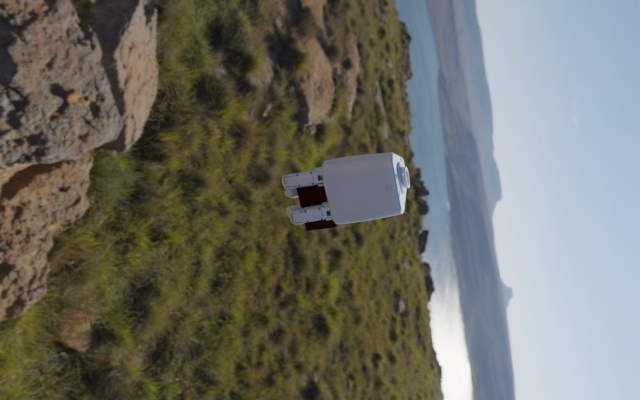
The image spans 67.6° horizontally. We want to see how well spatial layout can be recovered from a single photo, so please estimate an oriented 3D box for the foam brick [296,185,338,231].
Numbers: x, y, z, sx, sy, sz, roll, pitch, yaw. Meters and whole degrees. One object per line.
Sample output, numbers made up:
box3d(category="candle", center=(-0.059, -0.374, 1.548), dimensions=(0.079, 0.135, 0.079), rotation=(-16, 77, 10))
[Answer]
box3d(category="foam brick", center=(0.000, 0.003, 0.763), dimensions=(0.051, 0.078, 0.053), rotation=(-8, 15, 19))
